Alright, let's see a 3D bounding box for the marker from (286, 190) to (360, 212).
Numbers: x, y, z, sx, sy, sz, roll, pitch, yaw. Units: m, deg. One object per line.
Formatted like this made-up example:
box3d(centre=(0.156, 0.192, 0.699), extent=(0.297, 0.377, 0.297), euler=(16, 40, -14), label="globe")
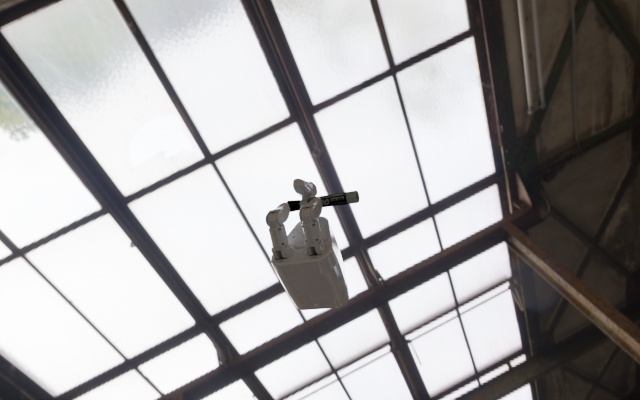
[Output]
box3d(centre=(0.000, 0.002, 0.734), extent=(0.121, 0.020, 0.020), euler=(-8, -3, 22), label="marker")
